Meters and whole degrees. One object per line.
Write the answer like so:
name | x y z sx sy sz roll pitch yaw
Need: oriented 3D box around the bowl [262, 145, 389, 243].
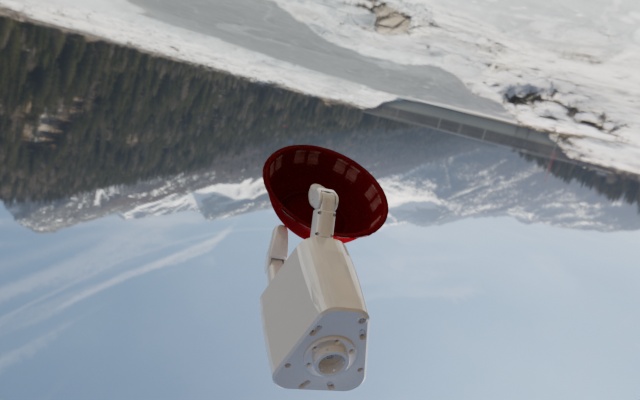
bowl | 0.000 0.001 0.594 0.162 0.162 0.055 0 -44 -28
